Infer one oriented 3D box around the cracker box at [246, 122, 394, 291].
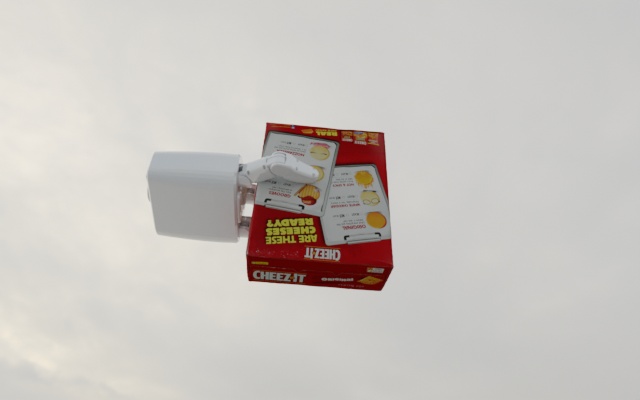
[{"bbox_3d":[0.000,0.002,0.604,0.164,0.213,0.072,5,-38,-3],"label":"cracker box"}]
